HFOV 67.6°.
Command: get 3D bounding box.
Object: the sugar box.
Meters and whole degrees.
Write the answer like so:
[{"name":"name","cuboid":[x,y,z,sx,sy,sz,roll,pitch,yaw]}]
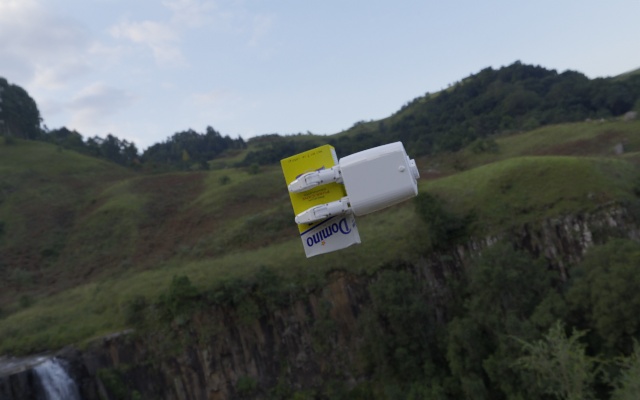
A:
[{"name":"sugar box","cuboid":[0.000,0.003,0.821,0.093,0.176,0.048,-18,-8,15]}]
